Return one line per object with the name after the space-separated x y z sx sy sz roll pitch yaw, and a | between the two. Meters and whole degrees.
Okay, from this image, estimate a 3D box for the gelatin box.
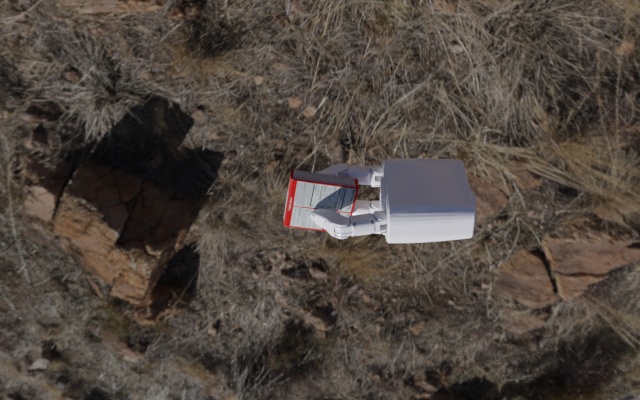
0.000 0.002 0.625 0.089 0.073 0.030 7 31 -7 | gelatin box
